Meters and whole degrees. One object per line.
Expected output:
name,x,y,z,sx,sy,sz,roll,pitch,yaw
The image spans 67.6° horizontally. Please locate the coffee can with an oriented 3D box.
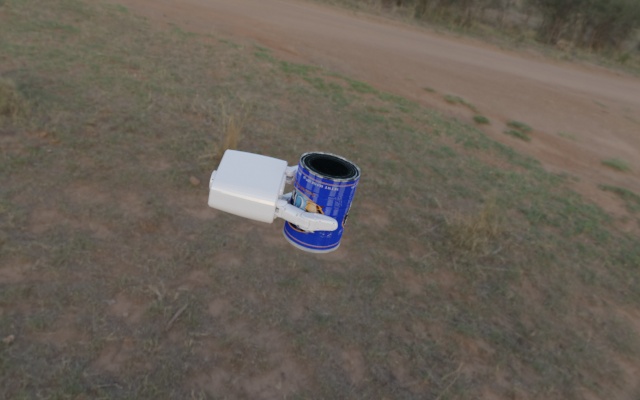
coffee can,0.000,0.003,0.802,0.103,0.140,0.102,12,27,-6
